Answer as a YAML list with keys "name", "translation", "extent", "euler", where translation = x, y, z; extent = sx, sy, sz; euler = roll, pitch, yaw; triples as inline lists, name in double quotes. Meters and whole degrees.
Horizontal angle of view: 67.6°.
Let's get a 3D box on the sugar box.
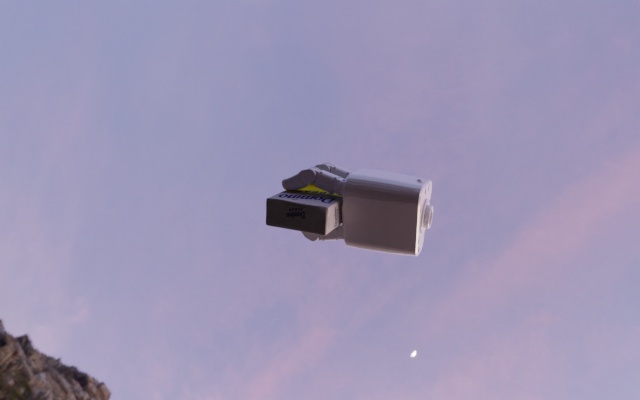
- name: "sugar box"
  translation: [0.000, 0.002, 0.714]
  extent: [0.093, 0.048, 0.176]
  euler: [8, 14, 21]
